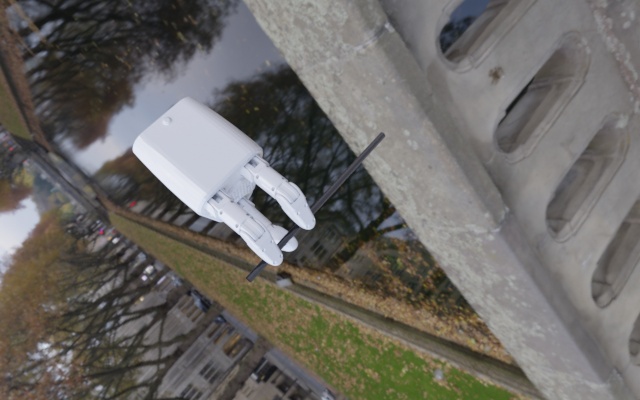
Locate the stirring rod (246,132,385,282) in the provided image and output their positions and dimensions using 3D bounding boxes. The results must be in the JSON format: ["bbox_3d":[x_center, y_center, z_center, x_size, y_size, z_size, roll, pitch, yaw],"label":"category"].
[{"bbox_3d":[0.000,0.002,0.549,0.239,0.011,0.011,-47,20,-20],"label":"stirring rod"}]
